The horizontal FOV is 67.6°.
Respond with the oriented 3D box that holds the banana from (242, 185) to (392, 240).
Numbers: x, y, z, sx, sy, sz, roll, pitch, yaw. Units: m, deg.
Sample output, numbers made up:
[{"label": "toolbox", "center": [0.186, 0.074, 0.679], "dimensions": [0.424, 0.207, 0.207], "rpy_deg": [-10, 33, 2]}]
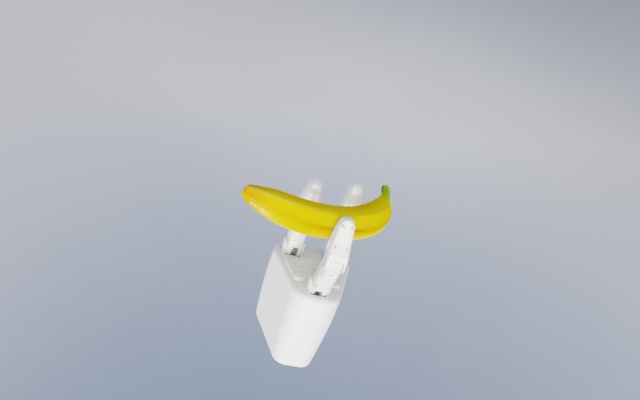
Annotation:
[{"label": "banana", "center": [0.011, 0.014, 0.529], "dimensions": [0.198, 0.037, 0.069], "rpy_deg": [1, 40, -34]}]
